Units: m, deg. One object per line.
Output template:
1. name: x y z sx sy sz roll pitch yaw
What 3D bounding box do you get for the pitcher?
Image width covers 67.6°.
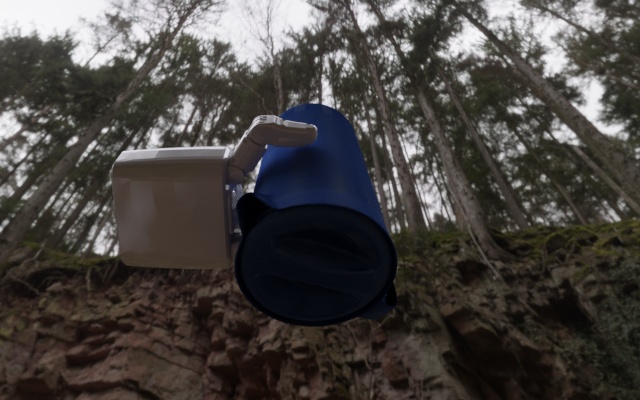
1. pitcher: 0.000 0.002 0.488 0.145 0.149 0.242 0 34 -1
